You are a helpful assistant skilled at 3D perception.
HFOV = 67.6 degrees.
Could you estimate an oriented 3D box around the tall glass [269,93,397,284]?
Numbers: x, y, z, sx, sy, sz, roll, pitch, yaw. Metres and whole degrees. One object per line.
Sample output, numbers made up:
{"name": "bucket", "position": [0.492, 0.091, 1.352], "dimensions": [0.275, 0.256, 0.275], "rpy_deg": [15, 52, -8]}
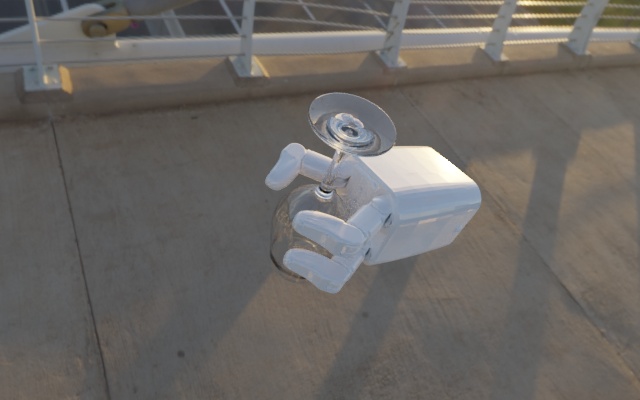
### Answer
{"name": "tall glass", "position": [0.000, 0.001, 0.450], "dimensions": [0.079, 0.079, 0.201], "rpy_deg": [0, -40, -20]}
